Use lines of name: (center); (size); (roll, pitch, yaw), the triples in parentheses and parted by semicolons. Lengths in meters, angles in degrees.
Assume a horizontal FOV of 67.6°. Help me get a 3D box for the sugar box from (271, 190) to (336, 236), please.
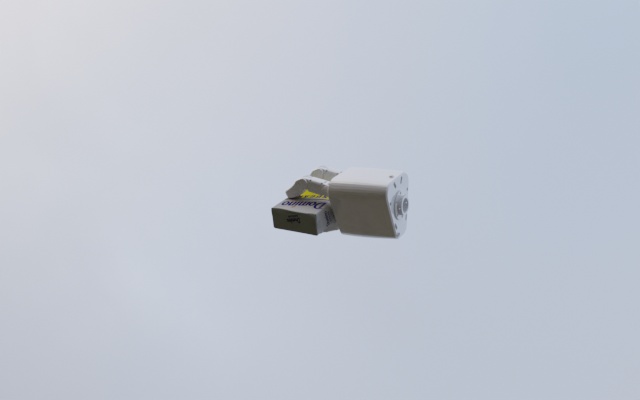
sugar box: (0.000, 0.002, 0.862); (0.093, 0.048, 0.176); (8, 24, 30)
